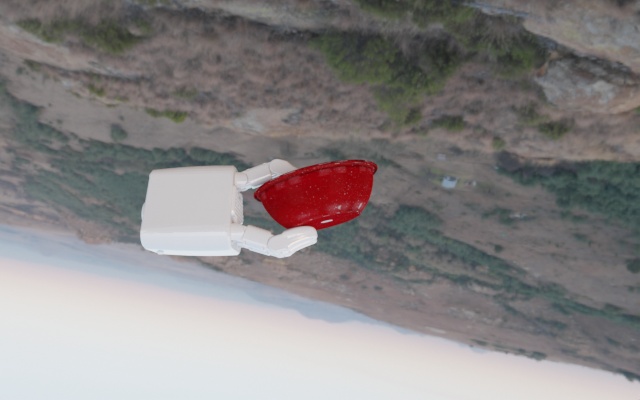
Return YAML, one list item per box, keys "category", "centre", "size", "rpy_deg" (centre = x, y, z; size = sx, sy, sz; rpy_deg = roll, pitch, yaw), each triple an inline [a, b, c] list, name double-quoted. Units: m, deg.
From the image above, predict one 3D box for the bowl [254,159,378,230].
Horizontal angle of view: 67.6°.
- category: "bowl"
  centre: [0.001, 0.002, 0.602]
  size: [0.162, 0.055, 0.162]
  rpy_deg: [-13, -12, -3]
